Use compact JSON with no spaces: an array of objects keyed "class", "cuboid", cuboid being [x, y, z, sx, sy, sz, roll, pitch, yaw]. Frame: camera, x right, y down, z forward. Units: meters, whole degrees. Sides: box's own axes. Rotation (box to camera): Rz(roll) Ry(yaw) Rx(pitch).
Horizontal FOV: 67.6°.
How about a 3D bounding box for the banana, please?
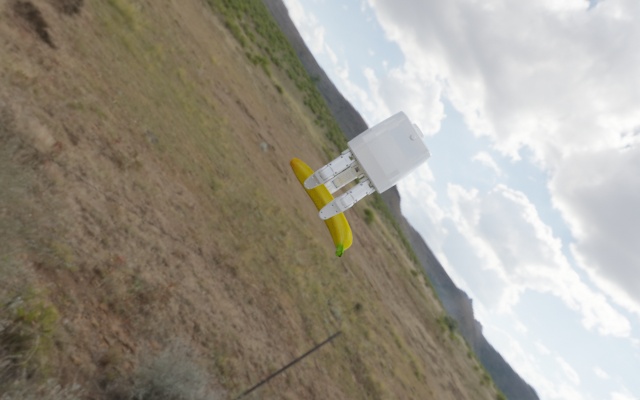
[{"class":"banana","cuboid":[0.008,0.010,0.831,0.037,0.197,0.070,-33,-22,10]}]
